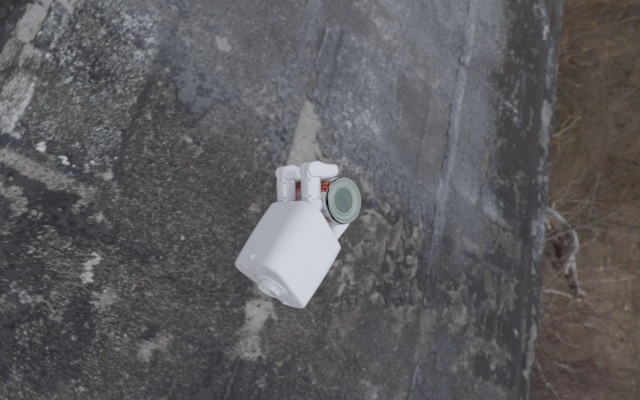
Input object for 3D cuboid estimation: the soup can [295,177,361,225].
[{"bbox_3d":[0.001,0.002,0.697,0.068,0.068,0.102,0,-3,-42],"label":"soup can"}]
